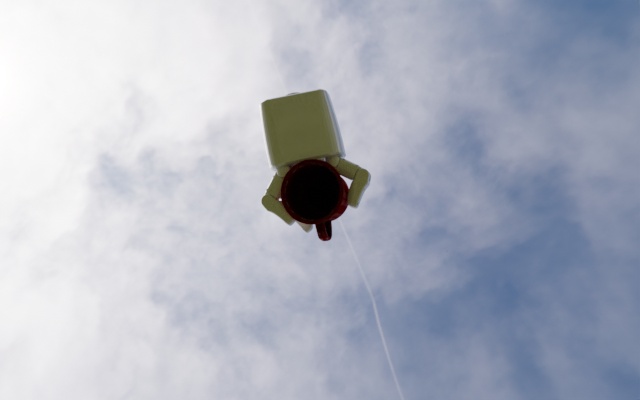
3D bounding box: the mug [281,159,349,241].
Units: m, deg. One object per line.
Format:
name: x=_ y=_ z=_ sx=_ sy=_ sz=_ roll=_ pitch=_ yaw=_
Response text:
mug: x=0.001 y=0.004 z=0.708 sx=0.093 sy=0.117 sz=0.081 roll=-14 pitch=-8 yaw=13
